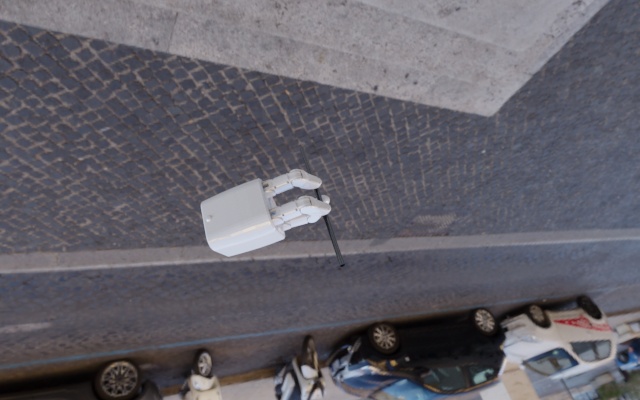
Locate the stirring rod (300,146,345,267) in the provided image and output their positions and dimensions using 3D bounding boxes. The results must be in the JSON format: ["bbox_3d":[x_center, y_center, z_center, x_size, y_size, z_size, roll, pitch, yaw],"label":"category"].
[{"bbox_3d":[0.000,0.003,0.788,0.011,0.239,0.011,-14,-32,-9],"label":"stirring rod"}]
